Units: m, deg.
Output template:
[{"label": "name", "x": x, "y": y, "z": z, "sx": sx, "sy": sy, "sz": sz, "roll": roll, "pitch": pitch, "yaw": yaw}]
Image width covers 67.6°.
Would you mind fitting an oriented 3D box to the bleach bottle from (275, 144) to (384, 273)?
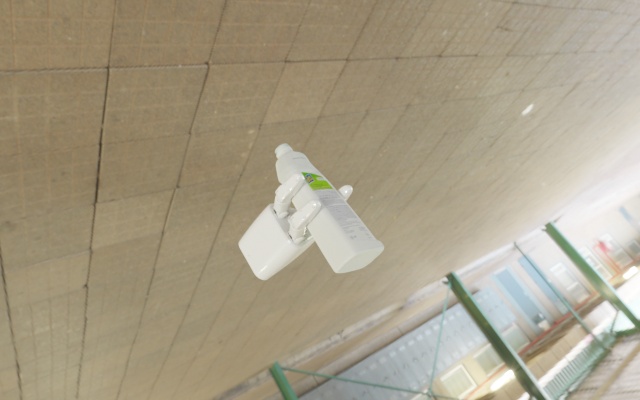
[{"label": "bleach bottle", "x": 0.000, "y": 0.003, "z": 0.819, "sx": 0.068, "sy": 0.250, "sz": 0.102, "roll": -47, "pitch": -26, "yaw": 28}]
